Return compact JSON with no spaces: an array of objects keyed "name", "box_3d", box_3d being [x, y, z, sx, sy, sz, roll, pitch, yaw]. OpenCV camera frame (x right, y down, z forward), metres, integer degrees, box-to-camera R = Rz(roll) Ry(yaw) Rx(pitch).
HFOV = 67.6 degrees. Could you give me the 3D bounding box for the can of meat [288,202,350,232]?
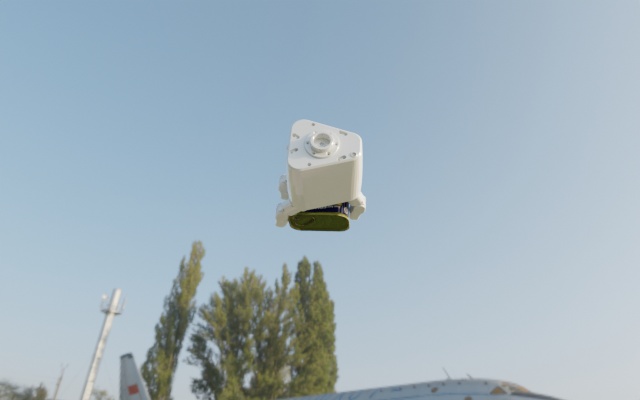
[{"name":"can of meat","box_3d":[0.000,0.002,0.811,0.102,0.084,0.057,1,-30,7]}]
